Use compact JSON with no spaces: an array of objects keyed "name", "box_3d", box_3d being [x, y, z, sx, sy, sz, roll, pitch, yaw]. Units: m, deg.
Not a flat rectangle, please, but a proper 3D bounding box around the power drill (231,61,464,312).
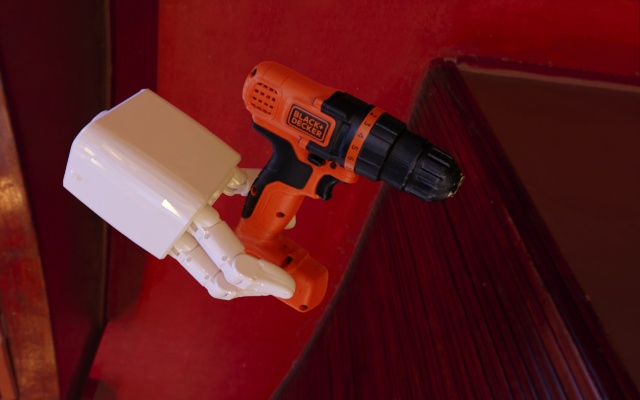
[{"name":"power drill","box_3d":[0.000,0.002,0.401,0.184,0.188,0.057,30,28,13]}]
